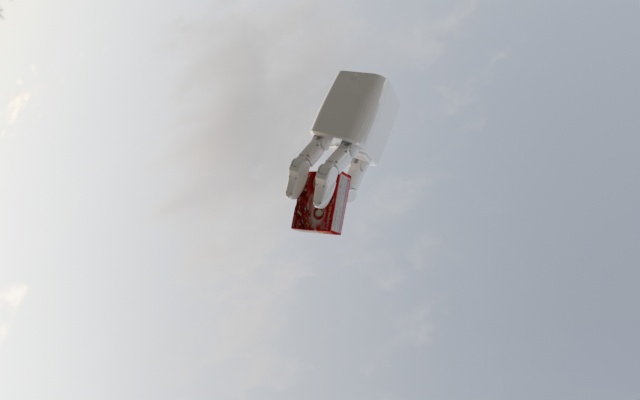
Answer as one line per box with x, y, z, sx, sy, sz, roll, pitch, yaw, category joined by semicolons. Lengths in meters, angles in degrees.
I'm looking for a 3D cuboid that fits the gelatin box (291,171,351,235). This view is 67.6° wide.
0.000;0.003;0.681;0.073;0.089;0.030;2;-13;39;gelatin box
